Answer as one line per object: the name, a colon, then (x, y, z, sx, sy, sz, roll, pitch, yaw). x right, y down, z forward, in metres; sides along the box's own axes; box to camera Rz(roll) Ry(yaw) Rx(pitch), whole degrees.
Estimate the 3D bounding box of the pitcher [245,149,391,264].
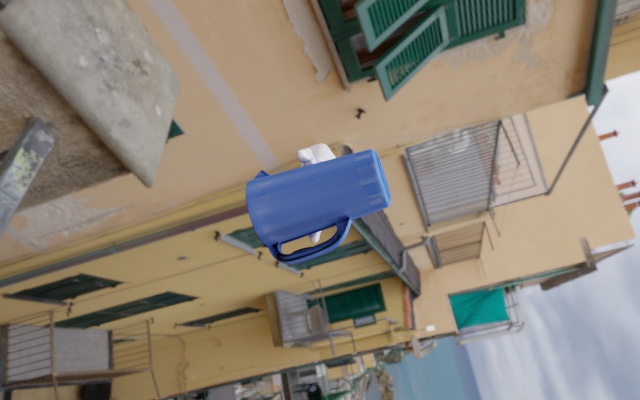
pitcher: (0.000, 0.003, 0.856, 0.243, 0.149, 0.145, -17, 22, 11)
